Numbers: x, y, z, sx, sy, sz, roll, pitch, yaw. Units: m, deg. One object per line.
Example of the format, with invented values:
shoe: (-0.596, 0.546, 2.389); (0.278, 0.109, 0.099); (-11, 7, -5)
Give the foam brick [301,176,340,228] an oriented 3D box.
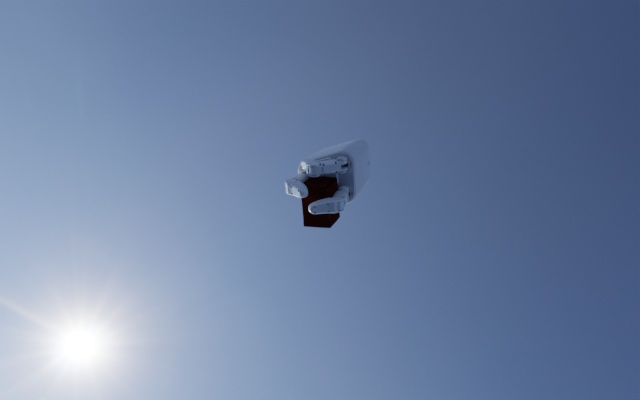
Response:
foam brick: (0.000, 0.003, 0.840); (0.053, 0.078, 0.051); (5, 23, 22)
